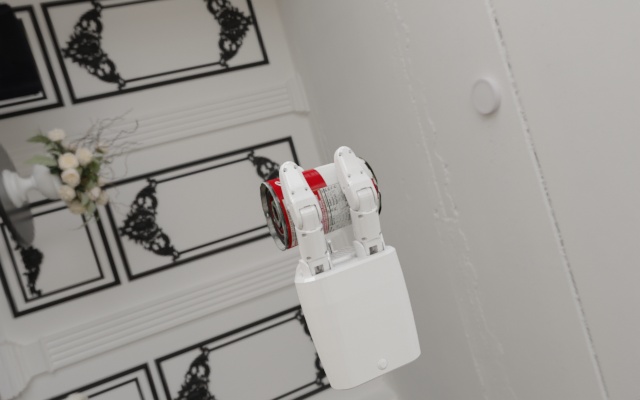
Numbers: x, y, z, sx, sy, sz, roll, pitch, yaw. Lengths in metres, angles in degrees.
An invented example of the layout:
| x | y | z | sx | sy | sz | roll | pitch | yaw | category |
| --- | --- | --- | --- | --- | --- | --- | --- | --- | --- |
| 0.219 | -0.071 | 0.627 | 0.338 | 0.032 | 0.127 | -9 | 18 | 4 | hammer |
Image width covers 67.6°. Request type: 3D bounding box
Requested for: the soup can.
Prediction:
| x | y | z | sx | sy | sz | roll | pitch | yaw | category |
| --- | --- | --- | --- | --- | --- | --- | --- | --- | --- |
| 0.000 | 0.001 | 0.468 | 0.102 | 0.068 | 0.068 | -17 | 5 | -18 | soup can |
